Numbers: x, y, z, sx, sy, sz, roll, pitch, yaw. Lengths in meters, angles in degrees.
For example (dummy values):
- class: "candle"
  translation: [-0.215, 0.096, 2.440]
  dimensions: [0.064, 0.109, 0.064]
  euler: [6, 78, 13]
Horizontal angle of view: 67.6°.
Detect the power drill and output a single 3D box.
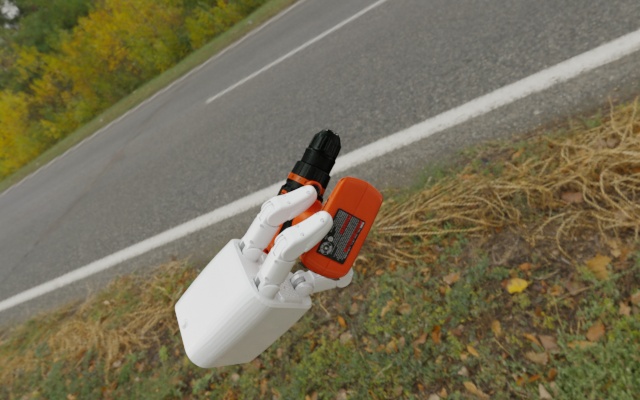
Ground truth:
- class: "power drill"
  translation: [0.000, 0.002, 0.562]
  dimensions: [0.057, 0.184, 0.187]
  euler: [25, 0, -21]
